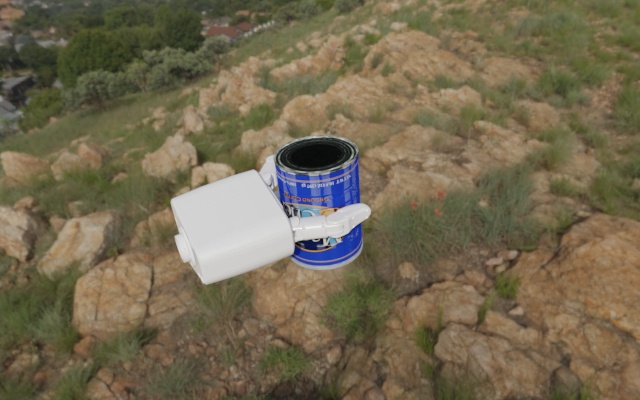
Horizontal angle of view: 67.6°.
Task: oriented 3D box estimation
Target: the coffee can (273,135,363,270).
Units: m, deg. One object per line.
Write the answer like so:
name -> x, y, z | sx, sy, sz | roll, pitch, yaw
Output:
coffee can -> 0.000, 0.002, 0.605 | 0.103, 0.140, 0.102 | -4, 32, 3
